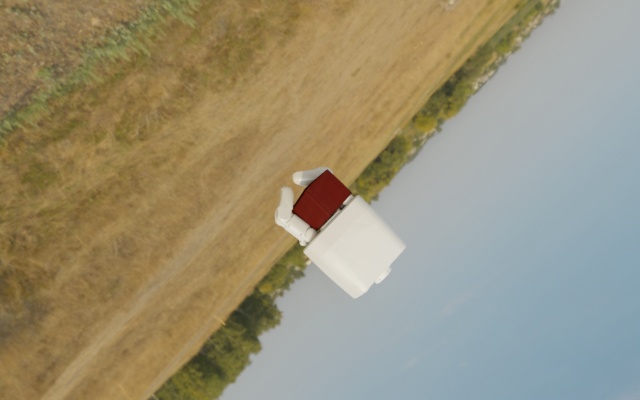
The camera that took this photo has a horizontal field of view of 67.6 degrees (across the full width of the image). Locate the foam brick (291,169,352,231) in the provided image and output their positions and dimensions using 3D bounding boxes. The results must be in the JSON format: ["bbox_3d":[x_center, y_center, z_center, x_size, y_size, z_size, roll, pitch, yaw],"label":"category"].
[{"bbox_3d":[0.000,0.002,0.691,0.053,0.051,0.078,-43,-5,-30],"label":"foam brick"}]
